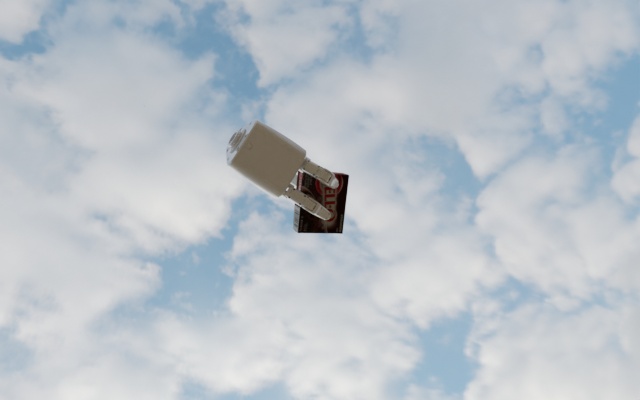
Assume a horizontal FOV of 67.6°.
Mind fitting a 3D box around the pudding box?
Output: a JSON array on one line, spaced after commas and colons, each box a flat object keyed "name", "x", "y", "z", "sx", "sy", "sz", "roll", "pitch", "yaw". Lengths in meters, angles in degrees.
[{"name": "pudding box", "x": 0.000, "y": 0.003, "z": 0.869, "sx": 0.090, "sy": 0.113, "sz": 0.039, "roll": 3, "pitch": 10, "yaw": -22}]
